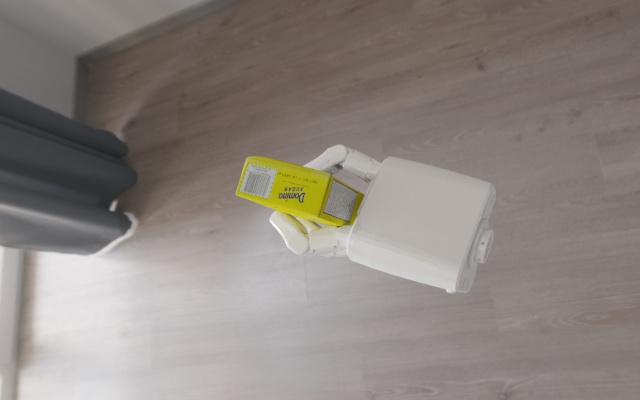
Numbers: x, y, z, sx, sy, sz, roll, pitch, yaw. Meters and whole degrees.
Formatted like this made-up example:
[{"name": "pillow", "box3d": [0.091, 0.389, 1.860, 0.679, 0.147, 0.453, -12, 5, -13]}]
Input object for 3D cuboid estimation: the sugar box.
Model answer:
[{"name": "sugar box", "box3d": [0.000, 0.002, 0.503, 0.093, 0.048, 0.176, 15, -6, 27]}]
